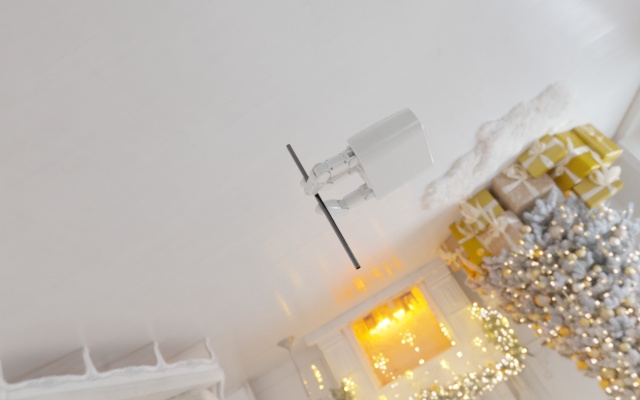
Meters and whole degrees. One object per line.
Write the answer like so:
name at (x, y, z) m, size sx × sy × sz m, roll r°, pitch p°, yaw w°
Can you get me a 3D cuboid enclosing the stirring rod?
stirring rod at (0.000, 0.002, 0.720) m, size 0.011 × 0.239 × 0.011 m, roll -23°, pitch -29°, yaw -13°
